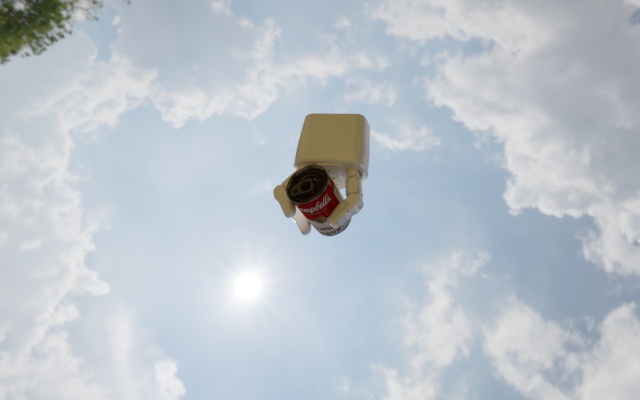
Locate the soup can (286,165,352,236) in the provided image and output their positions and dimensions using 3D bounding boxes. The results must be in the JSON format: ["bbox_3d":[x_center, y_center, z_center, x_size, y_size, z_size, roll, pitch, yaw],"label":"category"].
[{"bbox_3d":[0.000,0.003,0.732,0.068,0.068,0.102,0,-33,28],"label":"soup can"}]
